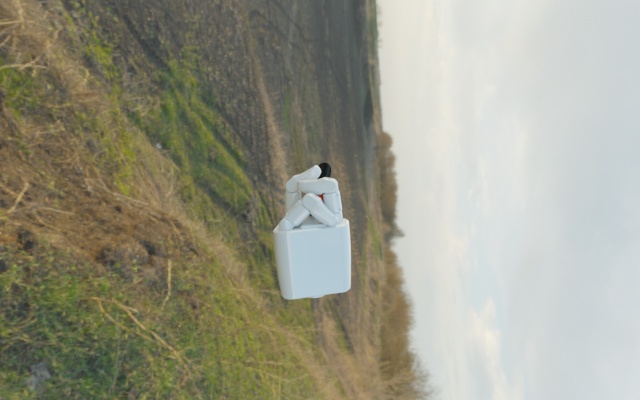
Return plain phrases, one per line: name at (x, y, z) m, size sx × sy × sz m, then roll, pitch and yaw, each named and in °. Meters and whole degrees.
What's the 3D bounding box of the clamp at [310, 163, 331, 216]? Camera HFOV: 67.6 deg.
clamp at (0.001, 0.003, 0.810) m, size 0.039 × 0.120 × 0.171 m, roll -3°, pitch 10°, yaw 7°
